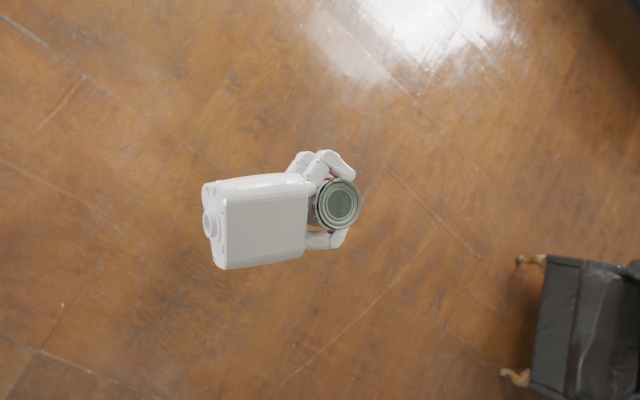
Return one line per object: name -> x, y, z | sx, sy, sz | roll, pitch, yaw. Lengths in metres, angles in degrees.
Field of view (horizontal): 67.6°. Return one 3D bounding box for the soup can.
soup can -> 0.001, 0.002, 0.645 | 0.068, 0.068, 0.102 | 0, 3, -30
